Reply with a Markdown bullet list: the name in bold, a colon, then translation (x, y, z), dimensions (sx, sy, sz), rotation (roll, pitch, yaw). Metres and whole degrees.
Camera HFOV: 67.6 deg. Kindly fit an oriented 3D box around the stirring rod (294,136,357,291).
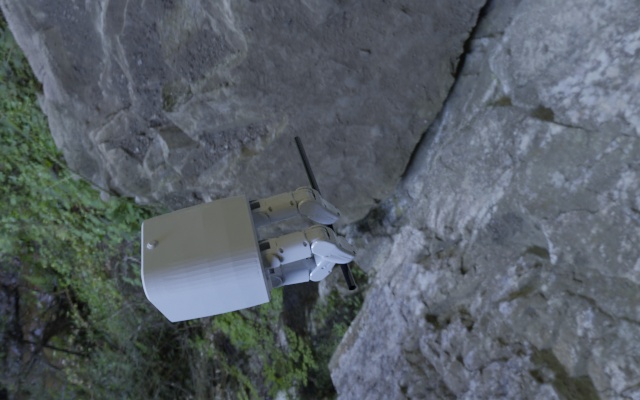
- **stirring rod**: translation (0.000, 0.002, 0.539), dimensions (0.011, 0.011, 0.239), rotation (0, 43, -20)
